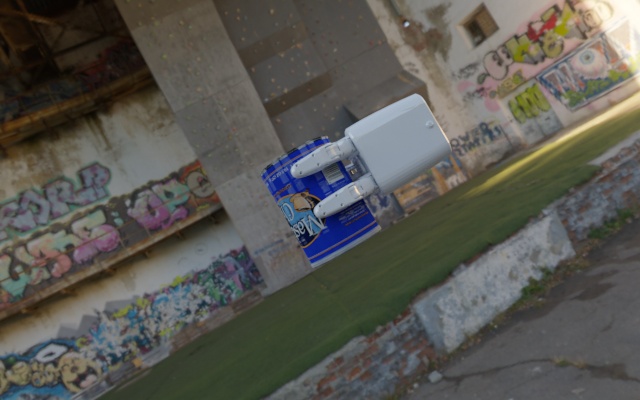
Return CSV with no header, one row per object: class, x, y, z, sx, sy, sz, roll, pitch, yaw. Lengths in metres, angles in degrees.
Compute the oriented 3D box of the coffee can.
coffee can,0.000,0.002,0.622,0.103,0.140,0.103,-30,-3,-2
